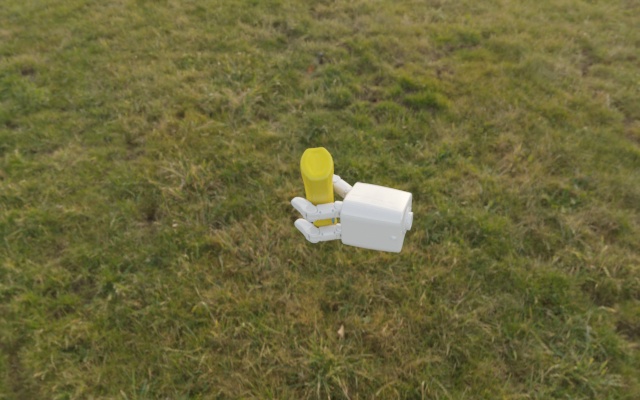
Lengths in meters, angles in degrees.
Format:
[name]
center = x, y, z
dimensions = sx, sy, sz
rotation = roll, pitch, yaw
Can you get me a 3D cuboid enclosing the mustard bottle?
[mustard bottle]
center = 0.000, 0.003, 0.894
dimensions = 0.058, 0.192, 0.096
rotation = -7, 42, -2
